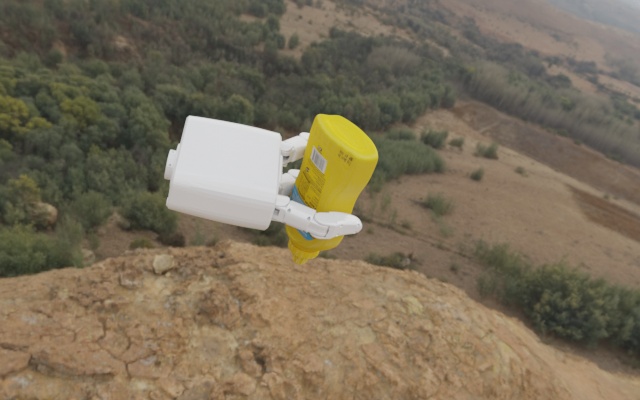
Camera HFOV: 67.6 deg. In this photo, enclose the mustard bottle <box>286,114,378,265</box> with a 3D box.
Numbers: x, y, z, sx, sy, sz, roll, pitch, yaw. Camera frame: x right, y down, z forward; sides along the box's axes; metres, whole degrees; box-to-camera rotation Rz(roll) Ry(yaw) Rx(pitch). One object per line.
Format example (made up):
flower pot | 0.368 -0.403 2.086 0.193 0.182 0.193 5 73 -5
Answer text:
mustard bottle | 0.000 0.002 0.570 0.058 0.192 0.096 -4 39 -34
